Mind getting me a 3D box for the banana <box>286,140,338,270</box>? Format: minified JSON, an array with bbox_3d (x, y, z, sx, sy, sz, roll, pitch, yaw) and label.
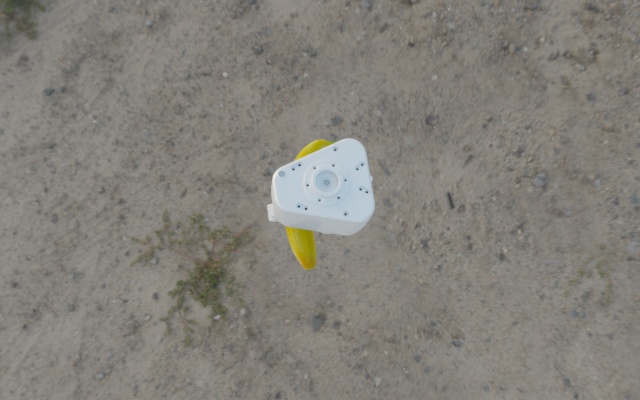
[{"bbox_3d":[-0.016,-0.007,0.661,0.069,0.197,0.037,18,-15,-13],"label":"banana"}]
